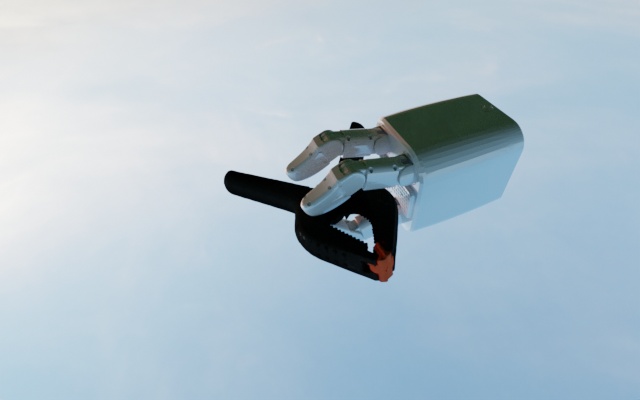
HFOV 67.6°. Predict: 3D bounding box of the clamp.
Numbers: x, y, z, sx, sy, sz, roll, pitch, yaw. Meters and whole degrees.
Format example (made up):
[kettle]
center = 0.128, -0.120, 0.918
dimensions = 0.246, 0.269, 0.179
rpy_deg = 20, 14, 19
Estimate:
[clamp]
center = 0.001, 0.002, 0.450
dimensions = 0.164, 0.036, 0.209
rpy_deg = -20, 40, -7
